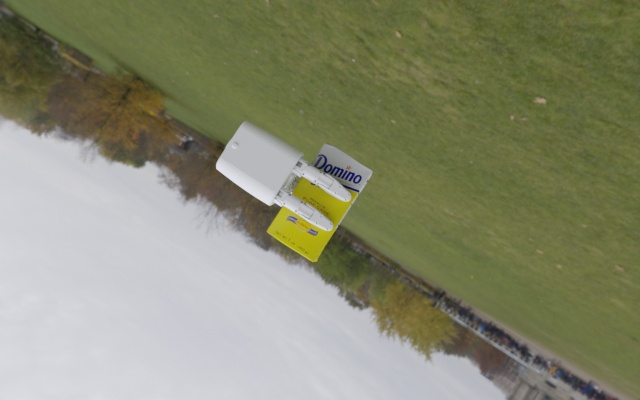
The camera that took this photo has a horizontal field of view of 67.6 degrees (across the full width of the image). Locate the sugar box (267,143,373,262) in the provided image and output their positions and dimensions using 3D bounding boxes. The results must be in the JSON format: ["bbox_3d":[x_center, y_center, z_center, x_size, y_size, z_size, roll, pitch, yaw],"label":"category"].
[{"bbox_3d":[0.000,0.003,0.778,0.093,0.176,0.048,32,-2,6],"label":"sugar box"}]
